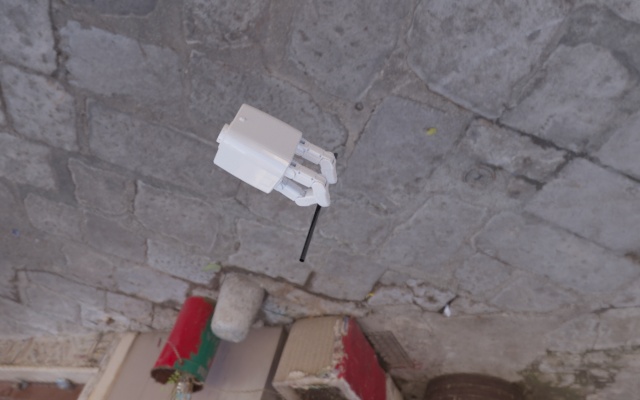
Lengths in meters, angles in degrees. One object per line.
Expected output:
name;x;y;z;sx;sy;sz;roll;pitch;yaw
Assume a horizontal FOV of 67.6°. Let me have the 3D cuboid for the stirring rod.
stirring rod;0.000;0.002;0.781;0.011;0.239;0.011;10;-42;9
